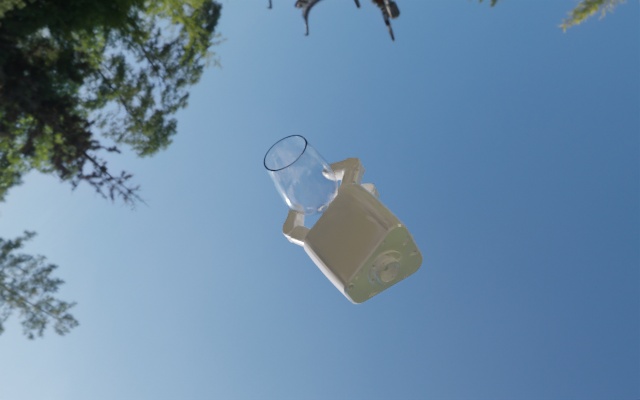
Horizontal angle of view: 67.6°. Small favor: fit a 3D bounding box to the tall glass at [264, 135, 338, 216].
[{"bbox_3d":[0.000,0.003,0.657,0.079,0.079,0.201,0,-39,35],"label":"tall glass"}]
